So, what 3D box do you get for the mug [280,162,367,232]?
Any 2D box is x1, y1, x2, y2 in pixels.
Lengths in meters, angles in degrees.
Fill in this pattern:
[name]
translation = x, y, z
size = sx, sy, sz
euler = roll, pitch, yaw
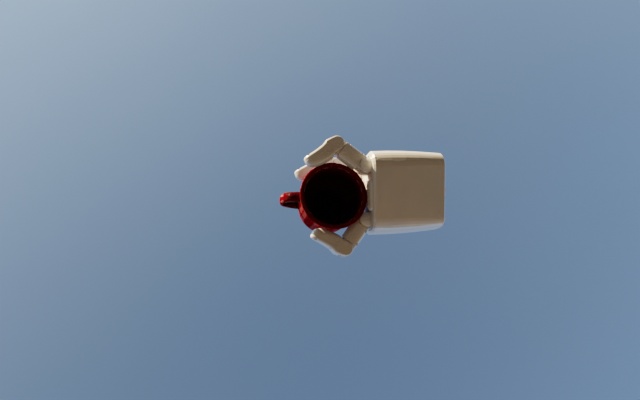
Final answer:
[mug]
translation = -0.001, 0.002, 0.680
size = 0.117, 0.093, 0.081
euler = -1, -13, -10
